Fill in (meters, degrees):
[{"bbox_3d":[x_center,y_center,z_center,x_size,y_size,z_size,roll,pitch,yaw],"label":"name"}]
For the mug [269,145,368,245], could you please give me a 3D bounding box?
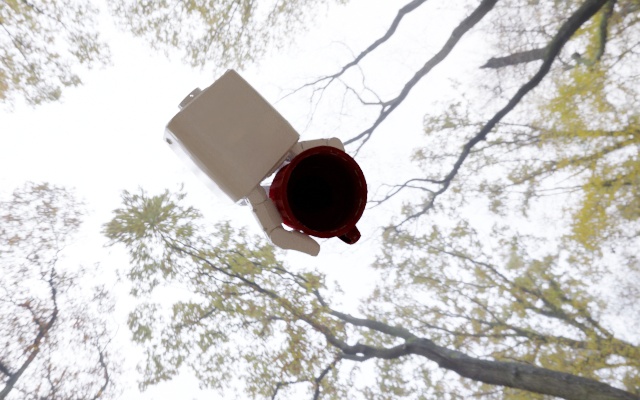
[{"bbox_3d":[0.001,0.003,0.516,0.093,0.117,0.081,-46,13,-15],"label":"mug"}]
